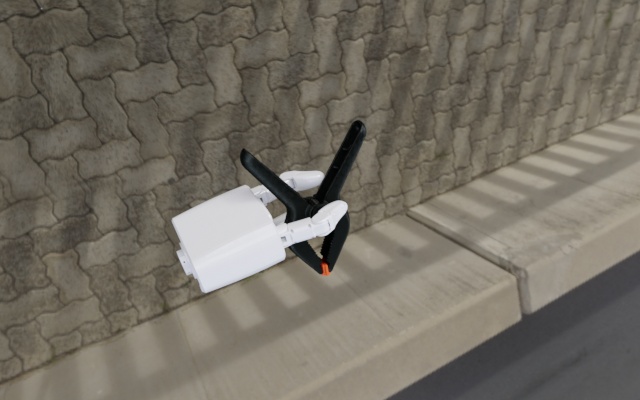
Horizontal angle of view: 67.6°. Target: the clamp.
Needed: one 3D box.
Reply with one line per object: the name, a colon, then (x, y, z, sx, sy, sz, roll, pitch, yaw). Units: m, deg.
clamp: (0.000, 0.003, 0.624, 0.164, 0.210, 0.036, -22, 29, -14)
